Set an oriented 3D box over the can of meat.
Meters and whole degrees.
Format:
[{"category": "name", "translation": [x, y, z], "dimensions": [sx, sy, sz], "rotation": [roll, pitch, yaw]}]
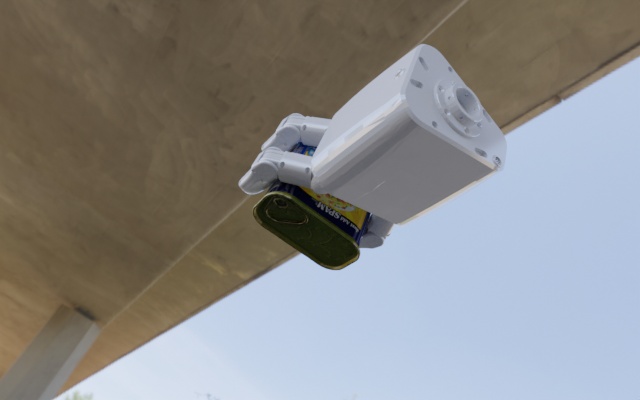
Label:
[{"category": "can of meat", "translation": [0.000, 0.001, 0.452], "dimensions": [0.102, 0.084, 0.057], "rotation": [36, -41, -13]}]
